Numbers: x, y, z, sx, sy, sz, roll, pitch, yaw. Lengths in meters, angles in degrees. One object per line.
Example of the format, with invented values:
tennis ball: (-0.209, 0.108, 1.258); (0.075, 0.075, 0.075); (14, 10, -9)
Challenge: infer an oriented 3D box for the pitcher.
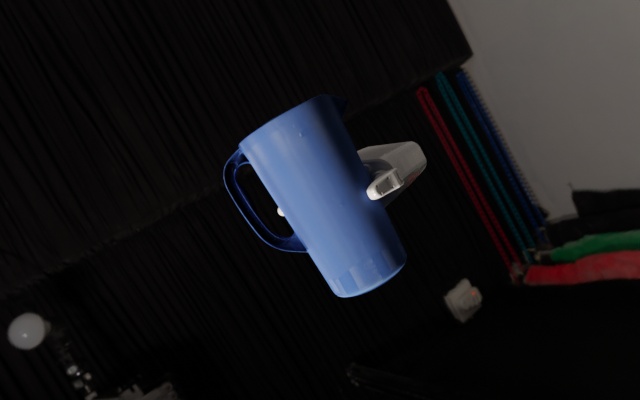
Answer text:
pitcher: (0.000, 0.002, 0.615); (0.149, 0.243, 0.145); (-25, 6, 41)
